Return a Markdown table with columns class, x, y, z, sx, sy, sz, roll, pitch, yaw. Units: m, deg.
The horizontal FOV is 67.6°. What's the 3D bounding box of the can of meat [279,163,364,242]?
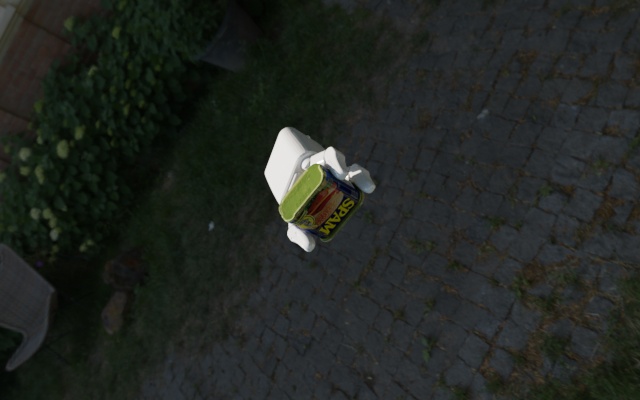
| class | x | y | z | sx | sy | sz | roll | pitch | yaw |
| --- | --- | --- | --- | --- | --- | --- | --- | --- | --- |
| can of meat | 0.000 | 0.002 | 0.718 | 0.084 | 0.102 | 0.057 | 28 | 20 | -36 |
